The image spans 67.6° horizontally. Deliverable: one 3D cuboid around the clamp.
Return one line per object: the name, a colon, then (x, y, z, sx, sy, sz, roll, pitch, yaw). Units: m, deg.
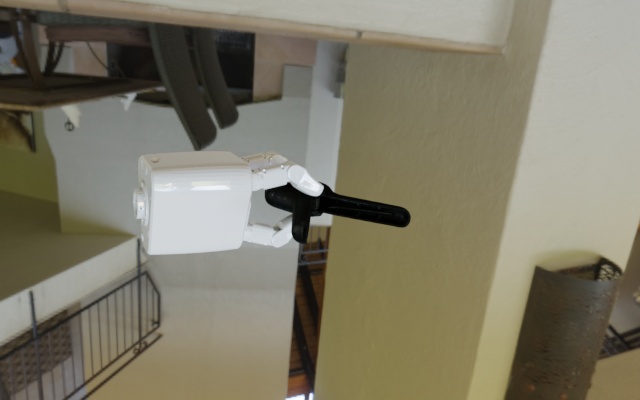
clamp: (0.000, 0.003, 0.614, 0.164, 0.036, 0.210, -3, 19, -29)
